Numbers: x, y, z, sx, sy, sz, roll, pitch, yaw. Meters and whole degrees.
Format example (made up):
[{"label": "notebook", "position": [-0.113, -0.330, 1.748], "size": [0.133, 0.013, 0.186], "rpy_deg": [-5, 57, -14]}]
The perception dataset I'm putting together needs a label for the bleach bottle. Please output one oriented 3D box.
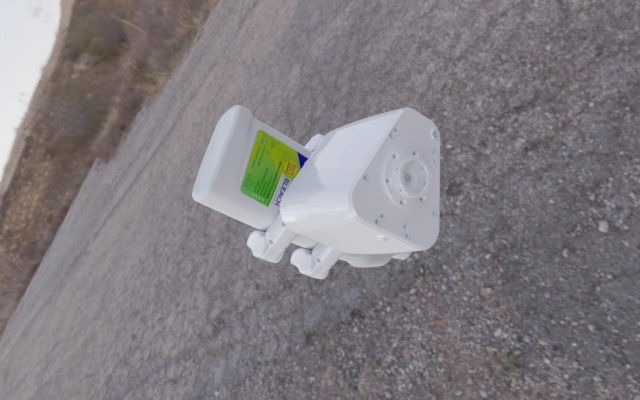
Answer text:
[{"label": "bleach bottle", "position": [0.000, 0.002, 0.507], "size": [0.251, 0.102, 0.068], "rpy_deg": [25, -17, -27]}]
